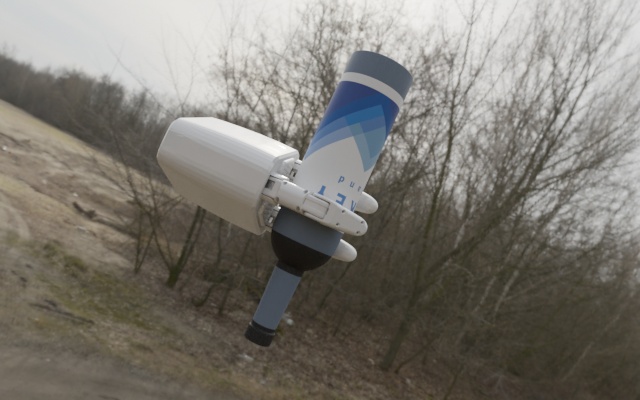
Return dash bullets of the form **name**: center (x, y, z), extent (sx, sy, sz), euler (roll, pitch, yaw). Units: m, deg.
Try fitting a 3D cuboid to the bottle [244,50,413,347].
- **bottle**: center (0.000, 0.001, 0.468), extent (0.069, 0.295, 0.069), euler (25, -3, 1)
